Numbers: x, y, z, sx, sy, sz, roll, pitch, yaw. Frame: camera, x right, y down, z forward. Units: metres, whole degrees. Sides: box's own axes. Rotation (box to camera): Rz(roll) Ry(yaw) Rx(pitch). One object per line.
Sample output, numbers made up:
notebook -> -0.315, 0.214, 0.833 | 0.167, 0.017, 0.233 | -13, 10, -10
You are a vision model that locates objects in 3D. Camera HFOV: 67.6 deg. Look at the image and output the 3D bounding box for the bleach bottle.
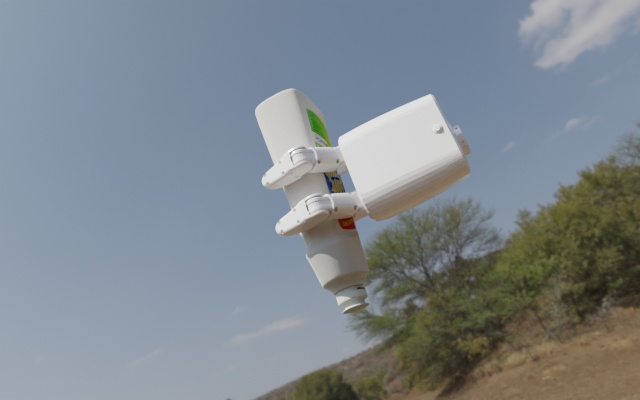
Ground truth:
bleach bottle -> 0.000, 0.002, 0.531 | 0.068, 0.250, 0.102 | -26, -24, 14
